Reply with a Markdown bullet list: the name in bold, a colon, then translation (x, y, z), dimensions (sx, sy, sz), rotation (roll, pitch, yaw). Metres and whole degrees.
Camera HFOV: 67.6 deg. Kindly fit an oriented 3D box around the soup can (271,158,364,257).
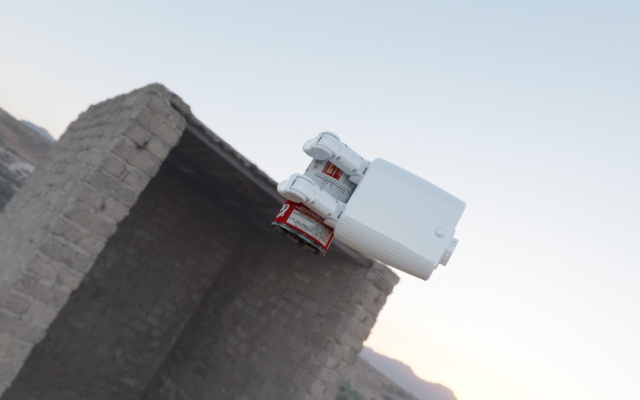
- **soup can**: translation (0.000, 0.001, 0.536), dimensions (0.068, 0.102, 0.068), rotation (29, -14, 8)
